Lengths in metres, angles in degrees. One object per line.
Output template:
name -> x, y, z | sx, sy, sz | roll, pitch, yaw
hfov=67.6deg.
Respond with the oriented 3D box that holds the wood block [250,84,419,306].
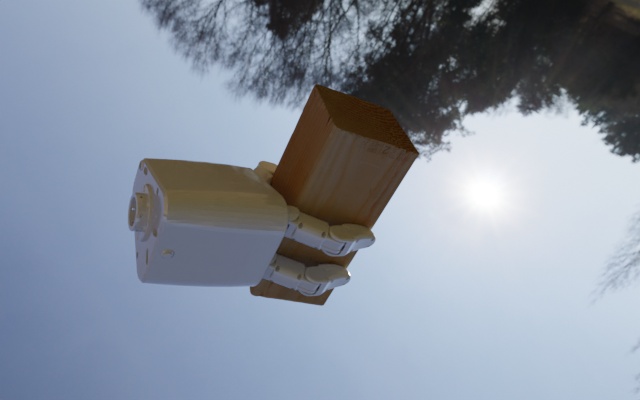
wood block -> 0.000, 0.001, 0.492 | 0.090, 0.206, 0.090 | 14, 33, -24
